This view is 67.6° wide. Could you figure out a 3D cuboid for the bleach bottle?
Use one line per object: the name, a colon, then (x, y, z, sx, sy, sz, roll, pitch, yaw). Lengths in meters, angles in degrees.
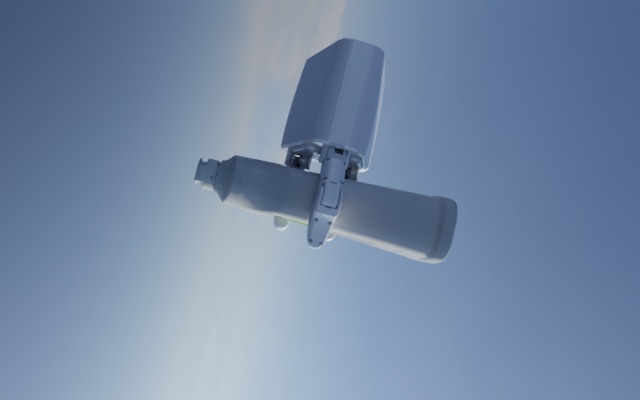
bleach bottle: (0.000, 0.002, 0.481, 0.251, 0.068, 0.102, 14, -5, -8)
